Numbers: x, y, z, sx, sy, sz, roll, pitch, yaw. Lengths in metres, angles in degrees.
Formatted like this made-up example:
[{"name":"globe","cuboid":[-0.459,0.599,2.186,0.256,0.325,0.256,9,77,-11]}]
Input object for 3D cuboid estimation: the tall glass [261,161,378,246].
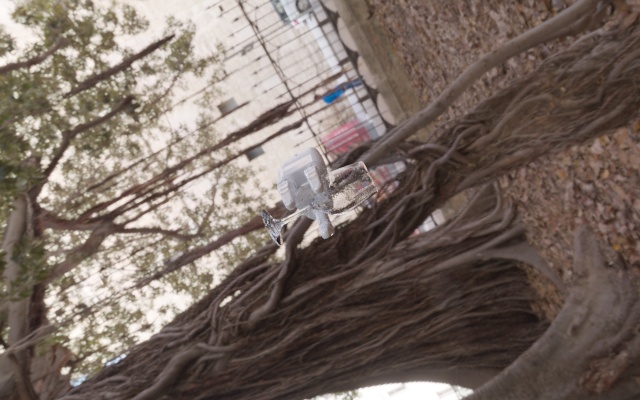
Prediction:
[{"name":"tall glass","cuboid":[0.000,0.003,0.849,0.201,0.079,0.079,-27,-3,6]}]
